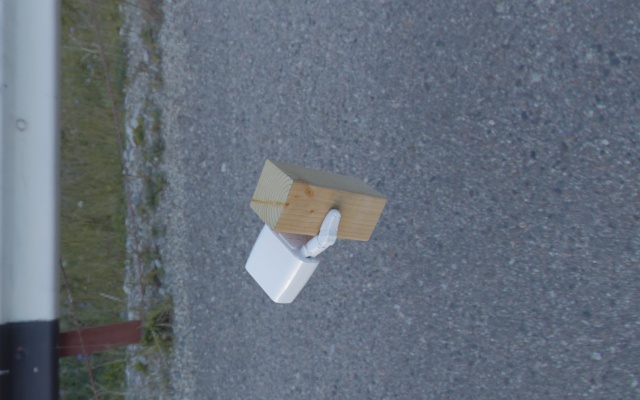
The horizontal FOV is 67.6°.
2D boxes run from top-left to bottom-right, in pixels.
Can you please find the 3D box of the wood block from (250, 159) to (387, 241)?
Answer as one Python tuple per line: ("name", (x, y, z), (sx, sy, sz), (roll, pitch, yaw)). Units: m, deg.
("wood block", (0.000, 0.003, 0.814), (0.206, 0.090, 0.090), (9, 21, -39))
